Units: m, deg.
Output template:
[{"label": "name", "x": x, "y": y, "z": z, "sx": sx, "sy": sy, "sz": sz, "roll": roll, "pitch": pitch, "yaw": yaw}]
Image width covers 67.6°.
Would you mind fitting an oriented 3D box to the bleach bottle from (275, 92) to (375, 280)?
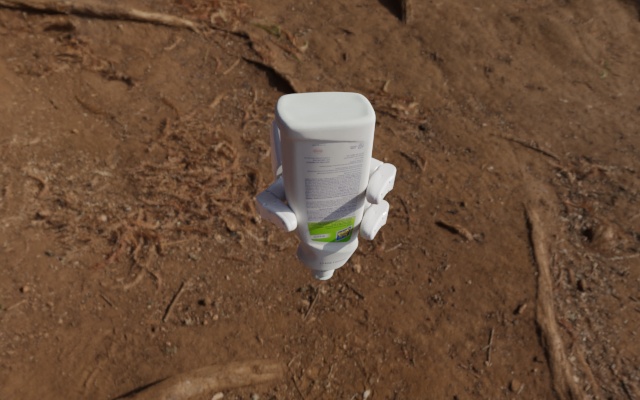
[{"label": "bleach bottle", "x": 0.000, "y": 0.002, "z": 0.552, "sx": 0.102, "sy": 0.251, "sz": 0.068, "roll": -4, "pitch": 42, "yaw": -9}]
